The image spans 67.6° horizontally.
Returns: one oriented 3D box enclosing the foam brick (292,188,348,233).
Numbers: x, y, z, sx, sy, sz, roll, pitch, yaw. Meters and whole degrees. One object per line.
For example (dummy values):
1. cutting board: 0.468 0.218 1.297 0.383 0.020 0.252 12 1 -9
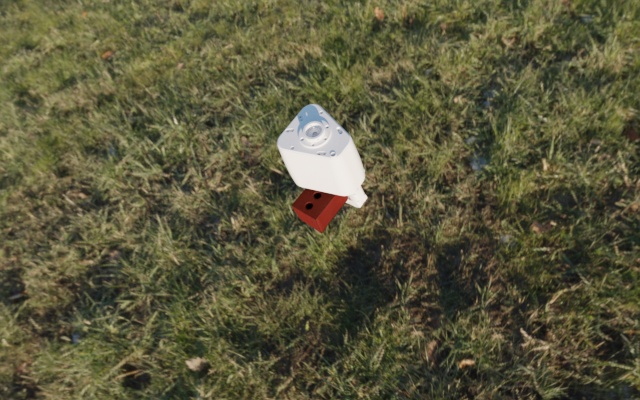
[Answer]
1. foam brick: 0.000 0.003 0.788 0.053 0.078 0.051 31 -16 26
